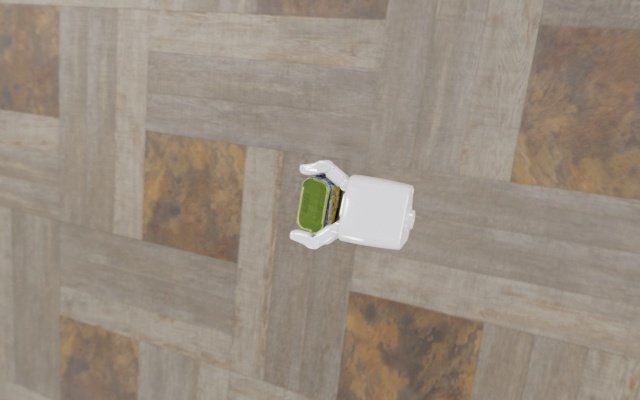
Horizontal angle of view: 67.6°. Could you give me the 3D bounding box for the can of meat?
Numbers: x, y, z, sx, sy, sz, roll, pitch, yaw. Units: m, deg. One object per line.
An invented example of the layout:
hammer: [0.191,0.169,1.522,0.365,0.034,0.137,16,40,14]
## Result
can of meat: [0.000,0.003,0.859,0.057,0.102,0.084,13,13,18]
